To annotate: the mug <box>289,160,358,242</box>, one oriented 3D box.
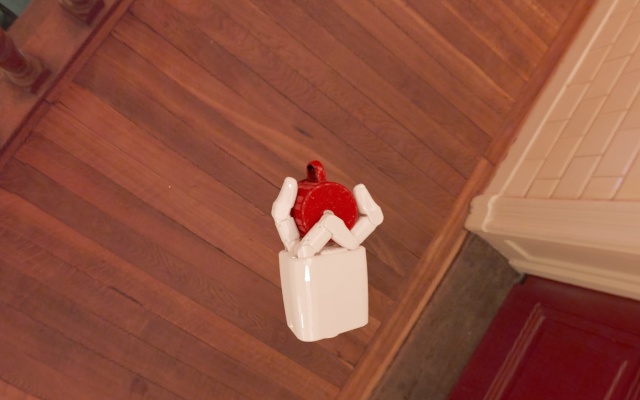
[{"bbox_3d":[0.000,0.001,0.666,0.093,0.117,0.081,-7,4,-17],"label":"mug"}]
